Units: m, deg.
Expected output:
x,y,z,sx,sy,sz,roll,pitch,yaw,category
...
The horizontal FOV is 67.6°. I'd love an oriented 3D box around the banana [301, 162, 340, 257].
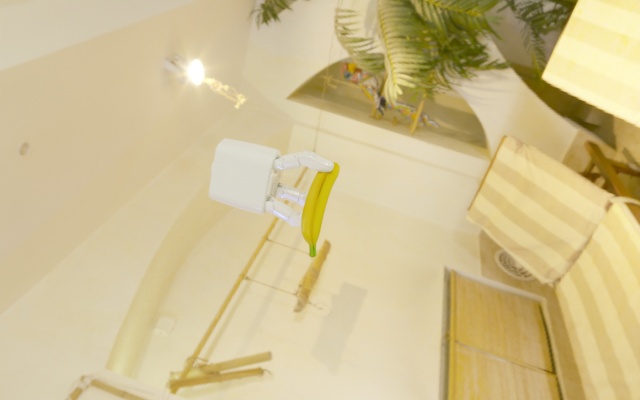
x,y,z,sx,sy,sz,roll,pitch,yaw,category
-0.001,-0.005,0.813,0.037,0.197,0.070,12,-33,9,banana
